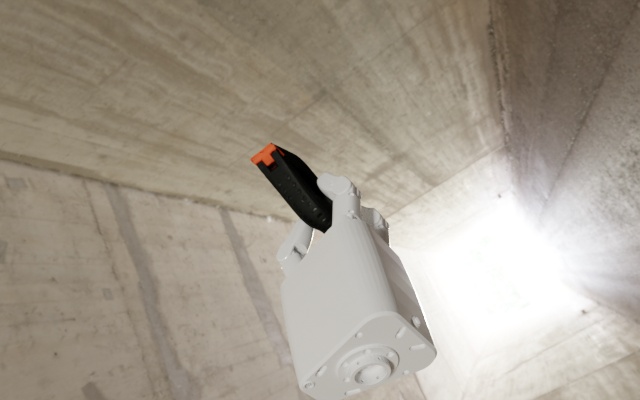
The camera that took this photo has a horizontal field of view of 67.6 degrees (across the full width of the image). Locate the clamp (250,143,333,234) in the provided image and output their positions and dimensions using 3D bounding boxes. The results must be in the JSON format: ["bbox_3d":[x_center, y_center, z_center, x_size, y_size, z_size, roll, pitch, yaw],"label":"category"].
[{"bbox_3d":[-0.001,0.002,0.533,0.210,0.036,0.164,45,15,-34],"label":"clamp"}]
